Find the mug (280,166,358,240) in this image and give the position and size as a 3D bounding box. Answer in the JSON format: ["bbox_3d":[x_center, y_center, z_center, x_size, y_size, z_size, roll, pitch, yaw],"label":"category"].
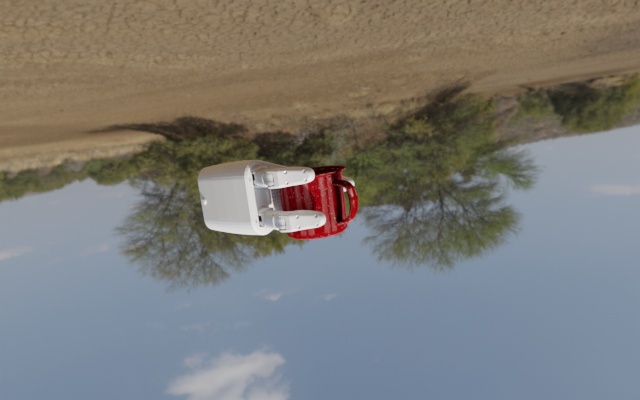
[{"bbox_3d":[0.001,0.002,0.613,0.117,0.081,0.093,0,13,39],"label":"mug"}]
